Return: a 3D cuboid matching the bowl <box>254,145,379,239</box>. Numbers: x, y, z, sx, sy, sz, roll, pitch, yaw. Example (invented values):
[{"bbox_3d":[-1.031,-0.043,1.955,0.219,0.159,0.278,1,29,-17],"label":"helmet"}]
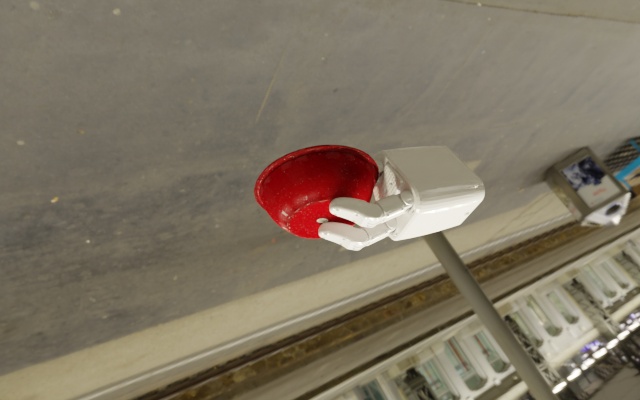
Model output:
[{"bbox_3d":[-0.001,0.003,0.597,0.162,0.055,0.162,-8,-32,-5],"label":"bowl"}]
